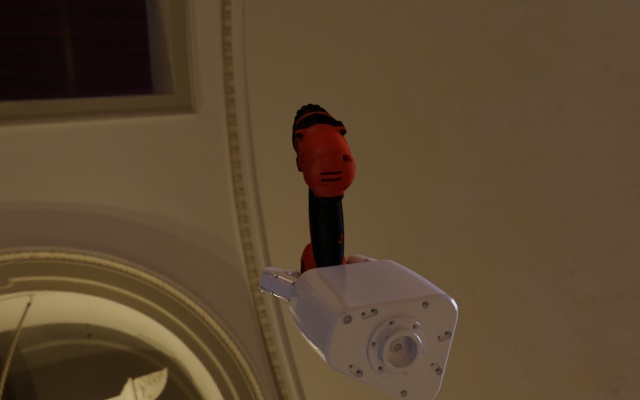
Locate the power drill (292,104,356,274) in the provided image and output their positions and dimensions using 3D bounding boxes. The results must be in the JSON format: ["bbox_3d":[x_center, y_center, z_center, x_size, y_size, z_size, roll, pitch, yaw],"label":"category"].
[{"bbox_3d":[0.000,0.002,0.506,0.057,0.188,0.184,-6,26,-3],"label":"power drill"}]
